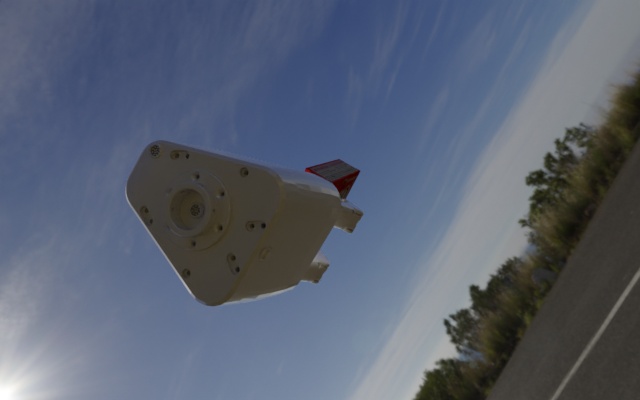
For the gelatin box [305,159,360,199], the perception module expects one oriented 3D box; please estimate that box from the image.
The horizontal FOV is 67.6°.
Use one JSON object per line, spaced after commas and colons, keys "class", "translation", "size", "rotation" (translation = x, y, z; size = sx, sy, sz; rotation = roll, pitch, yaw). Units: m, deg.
{"class": "gelatin box", "translation": [0.000, 0.001, 0.463], "size": [0.030, 0.073, 0.089], "rotation": [31, 20, 13]}
